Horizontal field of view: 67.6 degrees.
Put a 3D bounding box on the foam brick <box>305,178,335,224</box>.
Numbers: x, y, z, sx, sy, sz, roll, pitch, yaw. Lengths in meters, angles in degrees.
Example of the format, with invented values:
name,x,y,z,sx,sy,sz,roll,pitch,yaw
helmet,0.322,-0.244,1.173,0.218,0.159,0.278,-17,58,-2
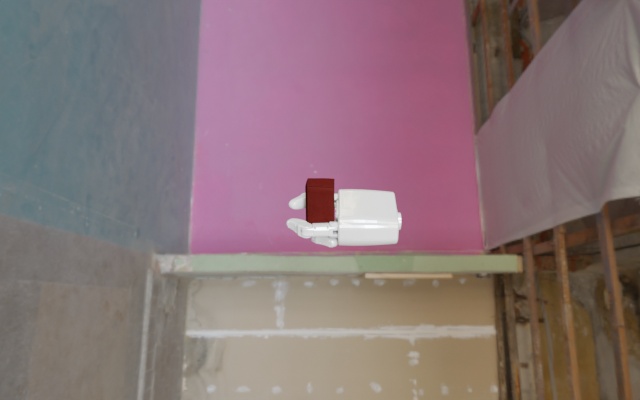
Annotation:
name,x,y,z,sx,sy,sz,roll,pitch,yaw
foam brick,0.000,0.003,0.862,0.051,0.078,0.053,1,21,3
